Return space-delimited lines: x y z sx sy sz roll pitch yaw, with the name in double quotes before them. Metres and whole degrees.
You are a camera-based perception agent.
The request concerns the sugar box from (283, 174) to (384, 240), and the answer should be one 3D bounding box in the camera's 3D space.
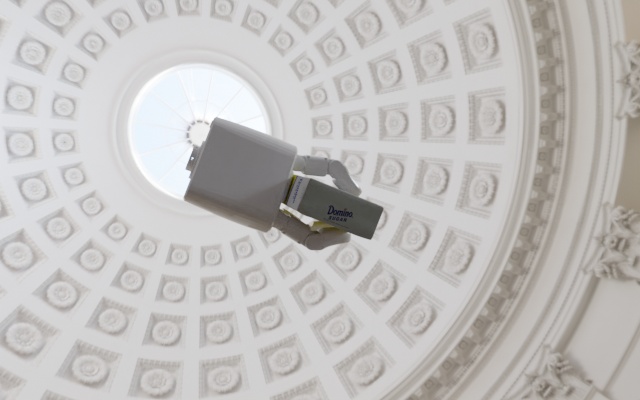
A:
"sugar box" 0.000 0.002 0.590 0.093 0.048 0.176 22 2 -15
